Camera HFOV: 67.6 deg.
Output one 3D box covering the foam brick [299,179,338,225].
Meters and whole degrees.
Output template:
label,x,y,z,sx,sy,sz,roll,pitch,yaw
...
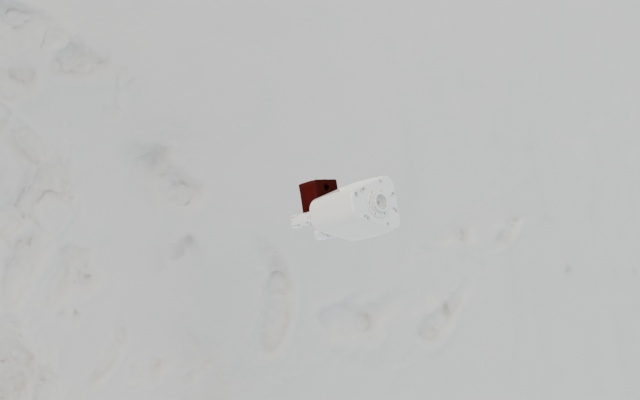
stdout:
label,x,y,z,sx,sy,sz,roll,pitch,yaw
foam brick,0.000,0.003,0.874,0.053,0.078,0.051,-3,-10,-39
